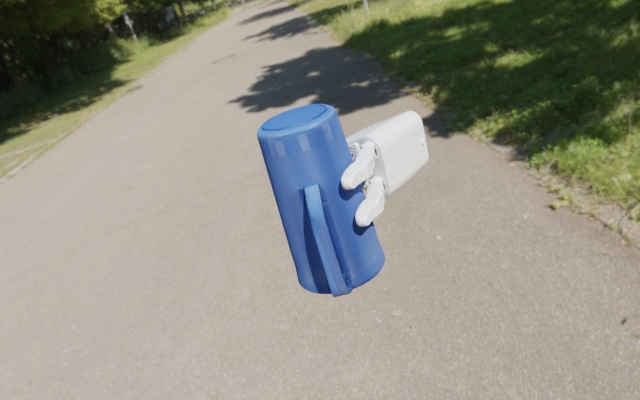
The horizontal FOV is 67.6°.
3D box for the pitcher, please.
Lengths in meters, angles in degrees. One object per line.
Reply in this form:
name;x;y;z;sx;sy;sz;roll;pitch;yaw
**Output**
pitcher;0.000;0.002;0.651;0.145;0.243;0.149;-35;29;-34
